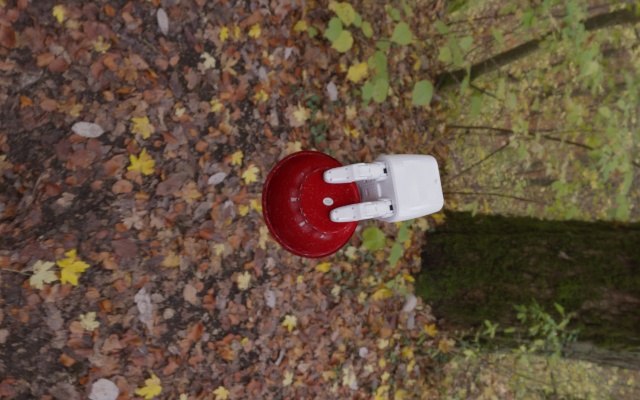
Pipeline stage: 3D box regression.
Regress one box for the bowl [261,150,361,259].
[{"bbox_3d":[-0.001,0.003,0.683,0.162,0.162,0.055,0,-6,-26],"label":"bowl"}]
